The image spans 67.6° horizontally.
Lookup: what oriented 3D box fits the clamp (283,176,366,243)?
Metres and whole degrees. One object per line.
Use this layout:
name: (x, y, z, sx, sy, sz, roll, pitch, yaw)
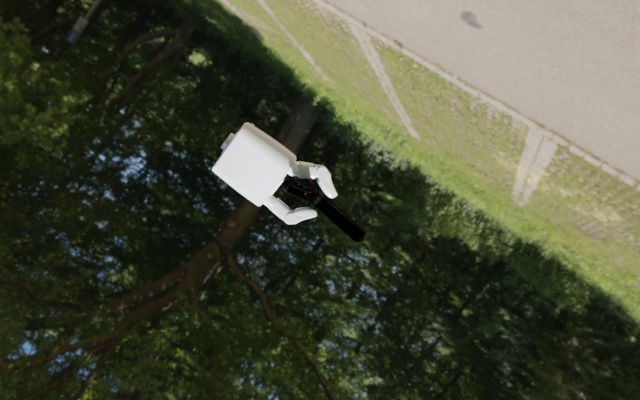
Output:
clamp: (-0.001, 0.003, 0.845, 0.164, 0.036, 0.210, 38, 4, -10)
